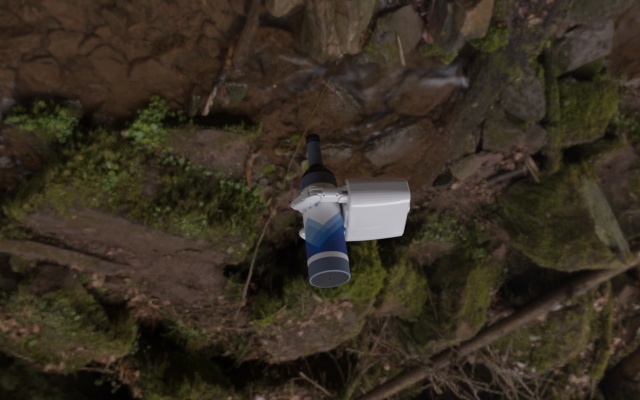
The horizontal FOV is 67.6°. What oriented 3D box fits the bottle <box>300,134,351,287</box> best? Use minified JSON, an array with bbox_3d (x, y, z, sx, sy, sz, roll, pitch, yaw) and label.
[{"bbox_3d":[0.000,0.003,0.840,0.069,0.295,0.069,-5,-32,-3],"label":"bottle"}]
